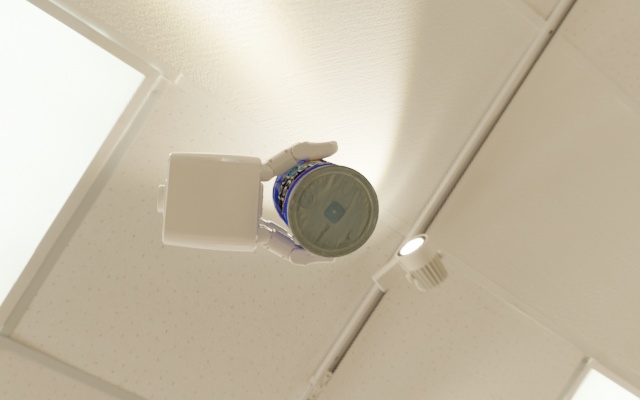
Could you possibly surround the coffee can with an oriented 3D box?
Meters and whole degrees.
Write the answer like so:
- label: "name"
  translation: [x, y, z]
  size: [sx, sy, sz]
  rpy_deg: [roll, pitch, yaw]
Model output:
- label: "coffee can"
  translation: [0.000, 0.002, 0.584]
  size: [0.103, 0.103, 0.140]
  rpy_deg: [0, 9, -13]
